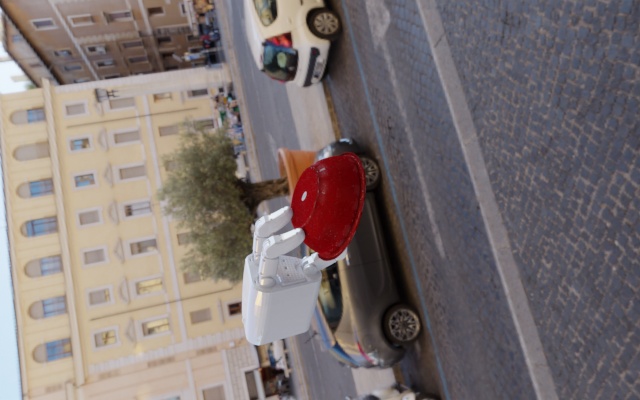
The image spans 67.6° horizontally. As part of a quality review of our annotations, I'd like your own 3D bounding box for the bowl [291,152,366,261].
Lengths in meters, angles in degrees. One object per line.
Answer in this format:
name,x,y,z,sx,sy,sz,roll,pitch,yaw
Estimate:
bowl,0.000,0.001,0.682,0.055,0.162,0.162,15,-6,-24
